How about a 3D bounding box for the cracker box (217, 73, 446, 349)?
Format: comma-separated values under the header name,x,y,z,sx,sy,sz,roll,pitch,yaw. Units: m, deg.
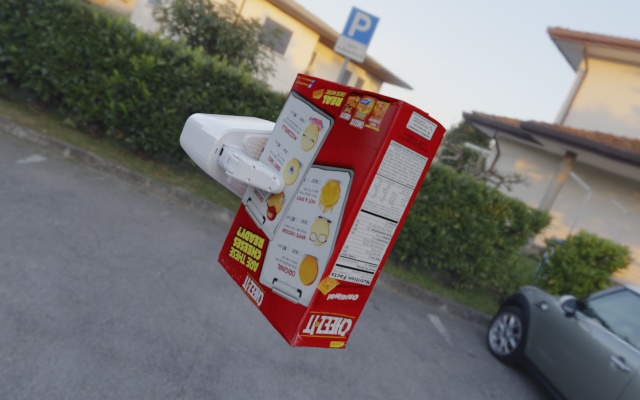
name,x,y,z,sx,sy,sz,roll,pitch,yaw
cracker box,0.000,0.001,0.447,0.072,0.214,0.164,18,9,-38
